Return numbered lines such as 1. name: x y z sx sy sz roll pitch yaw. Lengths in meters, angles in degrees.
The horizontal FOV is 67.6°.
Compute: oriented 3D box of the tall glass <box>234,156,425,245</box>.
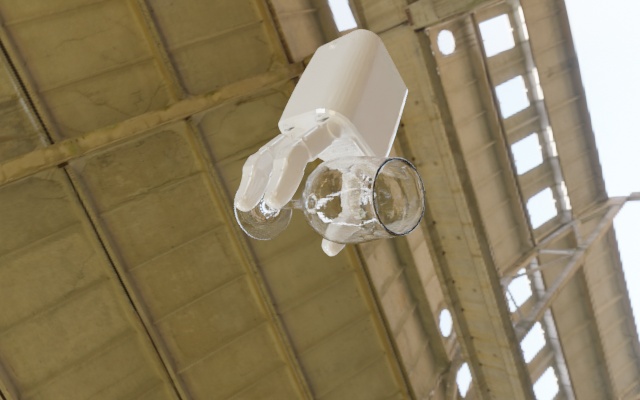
1. tall glass: 0.000 0.002 0.451 0.079 0.079 0.201 0 -2 -39
